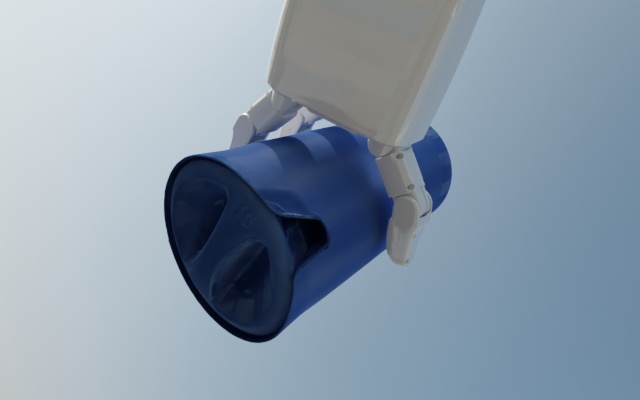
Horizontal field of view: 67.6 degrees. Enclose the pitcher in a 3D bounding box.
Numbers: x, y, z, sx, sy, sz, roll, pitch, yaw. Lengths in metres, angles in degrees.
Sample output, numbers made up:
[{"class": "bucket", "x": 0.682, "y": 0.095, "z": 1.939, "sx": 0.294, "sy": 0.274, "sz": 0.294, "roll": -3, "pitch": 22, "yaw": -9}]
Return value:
[{"class": "pitcher", "x": 0.000, "y": 0.001, "z": 0.404, "sx": 0.149, "sy": 0.145, "sz": 0.243, "roll": 38, "pitch": 39, "yaw": 26}]
